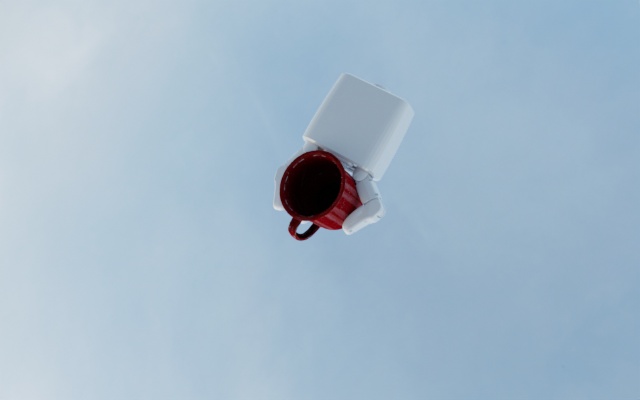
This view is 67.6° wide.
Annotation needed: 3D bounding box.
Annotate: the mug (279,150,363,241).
[{"bbox_3d":[0.000,0.003,0.626,0.093,0.117,0.081,30,-2,31],"label":"mug"}]
